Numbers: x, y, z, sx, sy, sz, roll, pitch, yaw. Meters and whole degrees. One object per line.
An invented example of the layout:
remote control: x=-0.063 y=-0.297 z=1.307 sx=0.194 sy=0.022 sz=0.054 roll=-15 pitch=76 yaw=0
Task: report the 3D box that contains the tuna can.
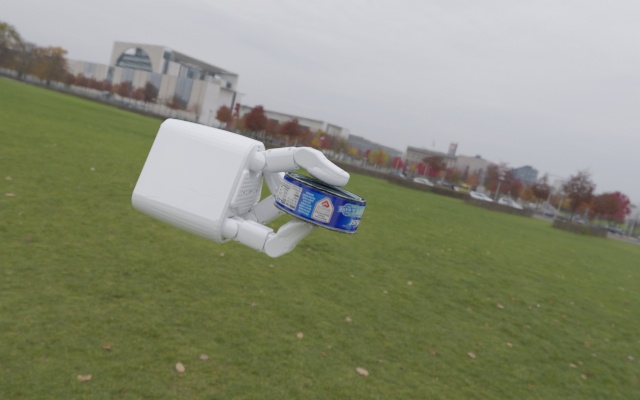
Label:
tuna can: x=0.000 y=0.001 z=0.465 sx=0.086 sy=0.034 sz=0.086 roll=20 pitch=7 yaw=-2
